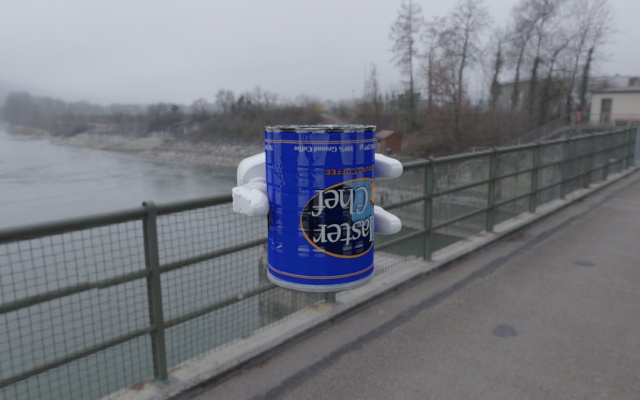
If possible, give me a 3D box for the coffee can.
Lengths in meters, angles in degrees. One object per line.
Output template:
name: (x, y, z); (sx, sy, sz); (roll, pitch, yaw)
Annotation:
coffee can: (0.000, 0.002, 0.444); (0.103, 0.140, 0.103); (0, 11, 0)
